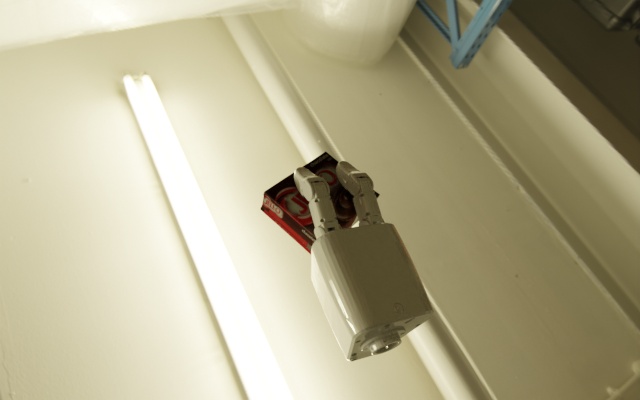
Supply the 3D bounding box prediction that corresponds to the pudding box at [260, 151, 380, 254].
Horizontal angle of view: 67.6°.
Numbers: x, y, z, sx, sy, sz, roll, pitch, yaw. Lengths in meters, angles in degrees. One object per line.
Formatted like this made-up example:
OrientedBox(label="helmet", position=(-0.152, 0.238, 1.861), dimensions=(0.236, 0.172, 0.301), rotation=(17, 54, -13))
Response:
OrientedBox(label="pudding box", position=(0.000, 0.002, 0.560), dimensions=(0.090, 0.039, 0.113), rotation=(41, 49, 15))
